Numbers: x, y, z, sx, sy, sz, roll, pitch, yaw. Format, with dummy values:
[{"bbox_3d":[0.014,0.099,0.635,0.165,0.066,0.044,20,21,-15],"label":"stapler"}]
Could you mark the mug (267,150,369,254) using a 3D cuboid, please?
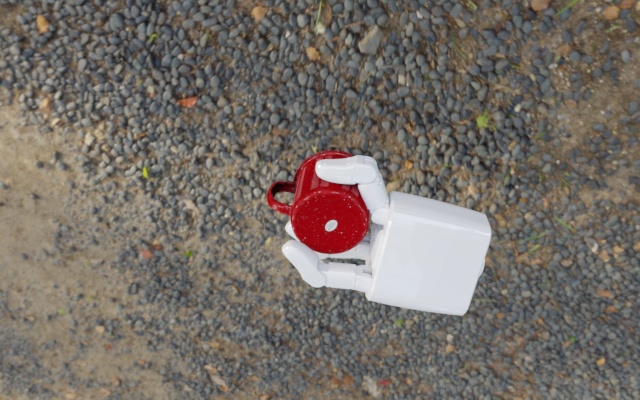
[{"bbox_3d":[-0.001,0.001,0.516,0.117,0.093,0.081,11,30,-1],"label":"mug"}]
